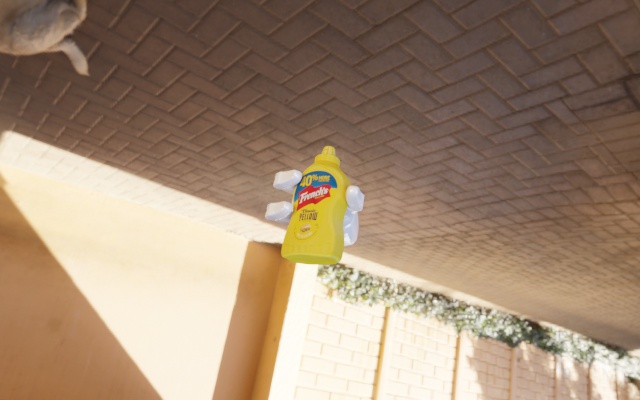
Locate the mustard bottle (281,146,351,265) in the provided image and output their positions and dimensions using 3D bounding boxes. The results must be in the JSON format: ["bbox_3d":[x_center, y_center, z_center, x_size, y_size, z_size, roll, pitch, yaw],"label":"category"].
[{"bbox_3d":[0.000,0.003,0.750,0.096,0.191,0.058,-5,-26,34],"label":"mustard bottle"}]
